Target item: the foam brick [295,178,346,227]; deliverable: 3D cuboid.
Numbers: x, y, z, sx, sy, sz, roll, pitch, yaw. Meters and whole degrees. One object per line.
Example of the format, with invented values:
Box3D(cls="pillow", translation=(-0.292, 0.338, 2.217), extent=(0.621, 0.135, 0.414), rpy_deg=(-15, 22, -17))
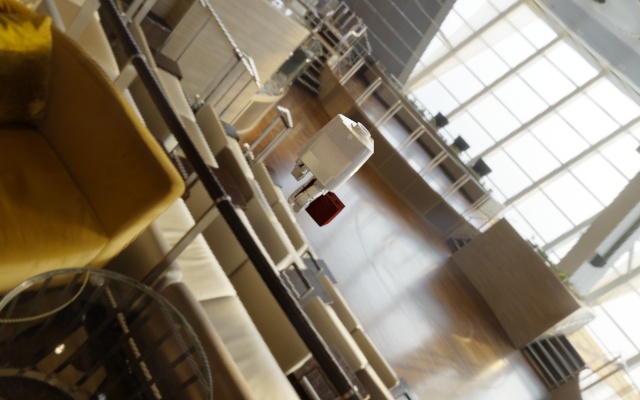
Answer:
Box3D(cls="foam brick", translation=(0.000, 0.003, 0.899), extent=(0.051, 0.078, 0.053), rpy_deg=(-42, -7, 17))
